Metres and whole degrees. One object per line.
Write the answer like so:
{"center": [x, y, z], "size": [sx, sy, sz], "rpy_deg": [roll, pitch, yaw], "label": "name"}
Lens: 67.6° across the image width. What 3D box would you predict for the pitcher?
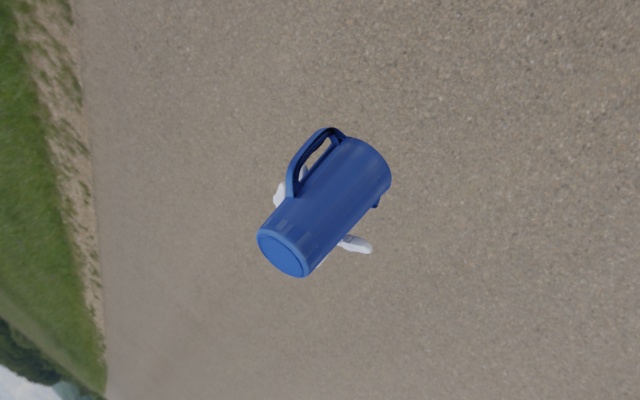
{"center": [0.000, 0.003, 0.804], "size": [0.149, 0.242, 0.145], "rpy_deg": [35, -32, 11], "label": "pitcher"}
